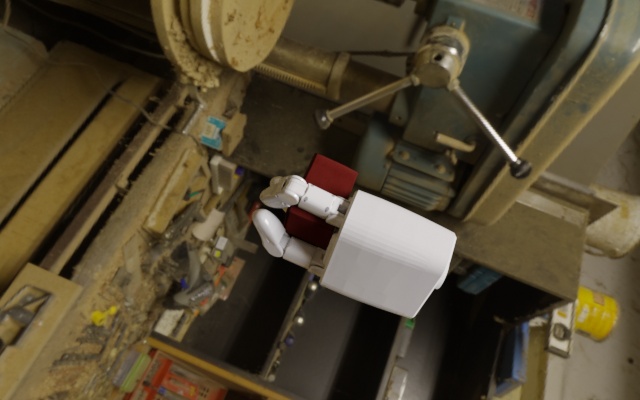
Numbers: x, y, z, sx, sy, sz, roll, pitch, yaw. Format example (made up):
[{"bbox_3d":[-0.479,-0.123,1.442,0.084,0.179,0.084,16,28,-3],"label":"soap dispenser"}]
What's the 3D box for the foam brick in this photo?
[{"bbox_3d":[0.000,0.001,0.502,0.051,0.078,0.053,22,-28,3],"label":"foam brick"}]
